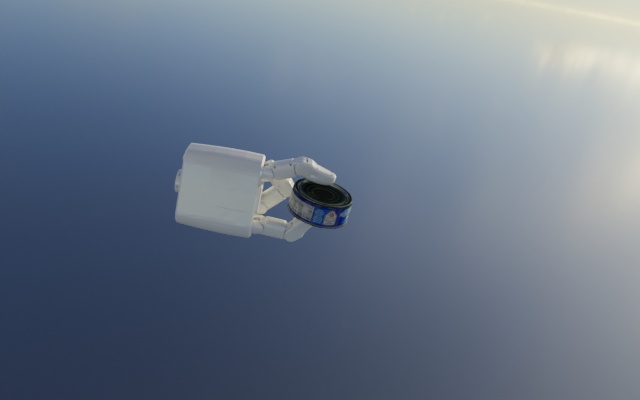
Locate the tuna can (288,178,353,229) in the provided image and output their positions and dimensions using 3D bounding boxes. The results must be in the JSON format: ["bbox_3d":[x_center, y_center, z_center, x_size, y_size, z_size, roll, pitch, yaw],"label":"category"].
[{"bbox_3d":[0.000,0.002,0.654,0.086,0.034,0.086,14,26,-7],"label":"tuna can"}]
